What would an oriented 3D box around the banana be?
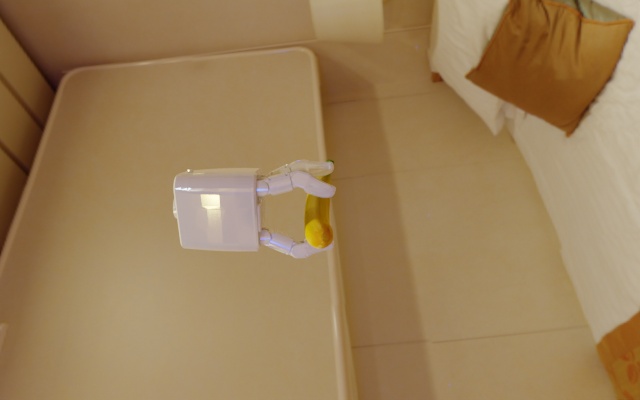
[{"bbox_3d":[-0.002,0.016,0.654,0.037,0.070,0.197,7,32,-4],"label":"banana"}]
